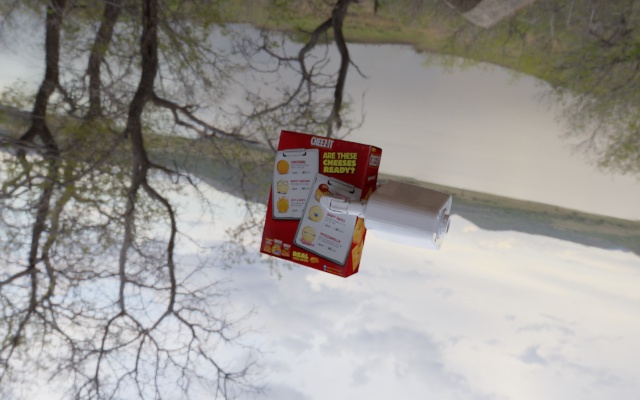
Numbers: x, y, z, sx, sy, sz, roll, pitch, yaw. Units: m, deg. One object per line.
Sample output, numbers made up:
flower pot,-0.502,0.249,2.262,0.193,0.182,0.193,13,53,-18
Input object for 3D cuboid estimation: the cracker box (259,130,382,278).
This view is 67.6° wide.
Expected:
cracker box,0.000,0.003,0.797,0.164,0.214,0.072,13,6,24
